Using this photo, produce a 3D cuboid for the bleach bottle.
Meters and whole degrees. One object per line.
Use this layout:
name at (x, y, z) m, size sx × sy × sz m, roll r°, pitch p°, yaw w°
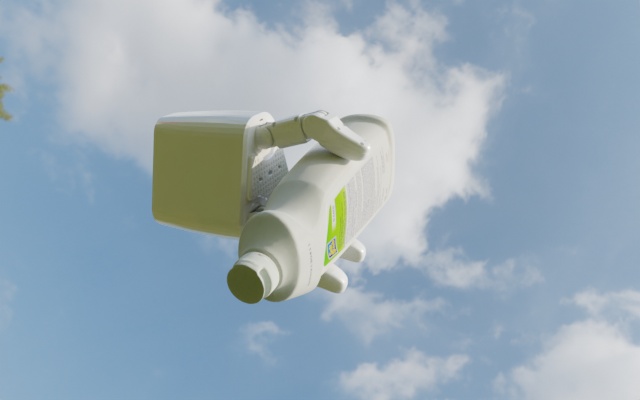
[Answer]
bleach bottle at (0.000, 0.001, 0.408) m, size 0.068 × 0.103 × 0.250 m, roll 5°, pitch 23°, yaw 23°
